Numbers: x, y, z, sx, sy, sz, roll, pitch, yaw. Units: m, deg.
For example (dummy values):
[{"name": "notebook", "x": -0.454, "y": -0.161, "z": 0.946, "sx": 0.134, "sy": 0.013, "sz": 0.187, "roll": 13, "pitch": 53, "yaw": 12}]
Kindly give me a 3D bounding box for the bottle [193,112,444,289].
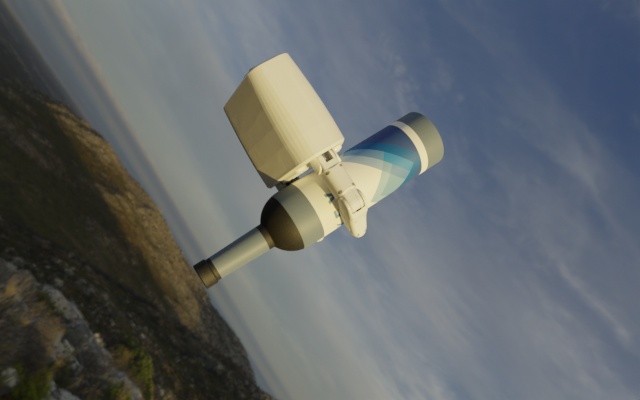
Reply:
[{"name": "bottle", "x": 0.000, "y": 0.002, "z": 0.515, "sx": 0.295, "sy": 0.069, "sz": 0.069, "roll": -32, "pitch": 10, "yaw": -16}]
